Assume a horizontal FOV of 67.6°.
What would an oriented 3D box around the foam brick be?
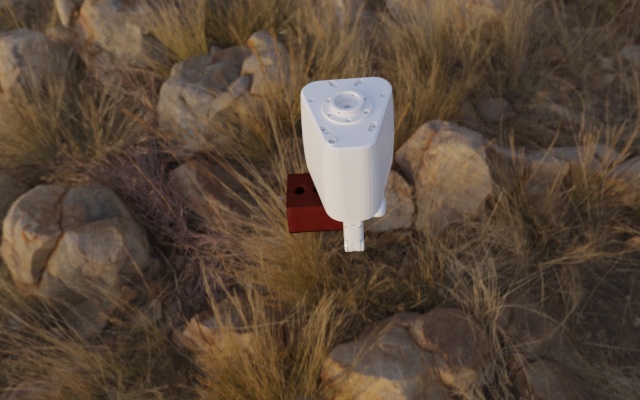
[{"bbox_3d":[0.000,0.002,0.558,0.078,0.053,0.051,-4,-39,3],"label":"foam brick"}]
